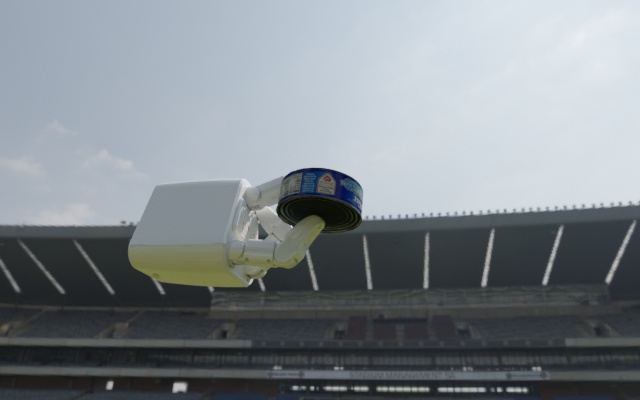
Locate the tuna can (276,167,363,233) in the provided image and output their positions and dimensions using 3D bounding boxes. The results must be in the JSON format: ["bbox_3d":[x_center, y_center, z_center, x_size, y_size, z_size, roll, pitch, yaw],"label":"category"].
[{"bbox_3d":[0.000,0.001,0.480,0.086,0.033,0.086,6,-26,3],"label":"tuna can"}]
